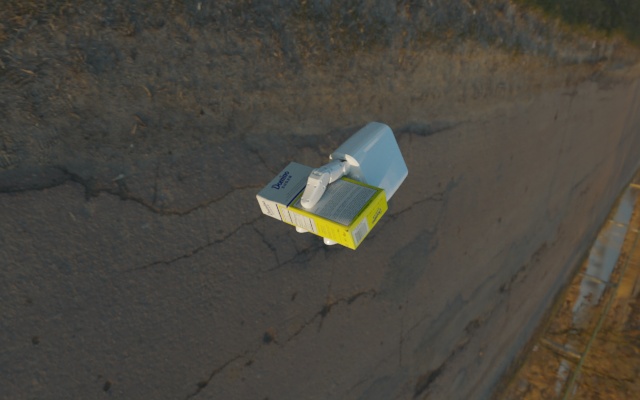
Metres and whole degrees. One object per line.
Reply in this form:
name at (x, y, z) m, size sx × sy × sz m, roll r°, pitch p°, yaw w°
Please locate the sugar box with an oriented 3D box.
sugar box at (0.000, 0.003, 0.713) m, size 0.176 × 0.048 × 0.093 m, roll 18°, pitch 51°, yaw 36°
